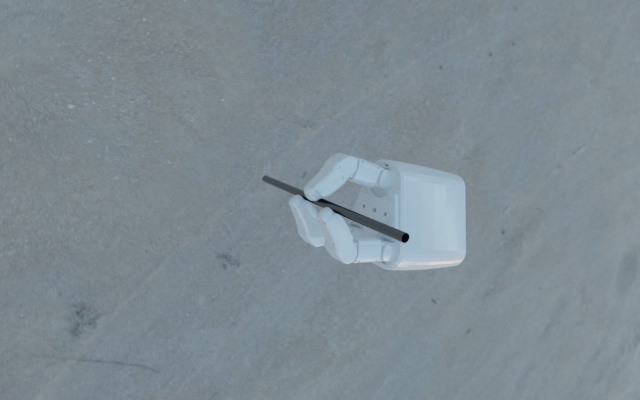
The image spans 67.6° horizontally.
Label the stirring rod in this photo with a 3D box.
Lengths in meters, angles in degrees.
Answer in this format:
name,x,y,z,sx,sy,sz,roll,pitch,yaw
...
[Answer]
name,x,y,z,sx,sy,sz,roll,pitch,yaw
stirring rod,0.000,0.001,0.459,0.011,0.011,0.239,0,13,-33
